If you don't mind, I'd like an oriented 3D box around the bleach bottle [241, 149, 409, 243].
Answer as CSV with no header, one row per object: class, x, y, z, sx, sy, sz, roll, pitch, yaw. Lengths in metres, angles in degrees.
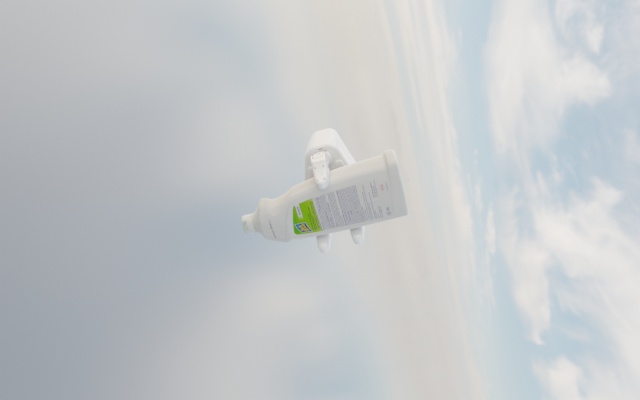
bleach bottle,0.000,0.002,0.725,0.251,0.103,0.068,-13,22,8
